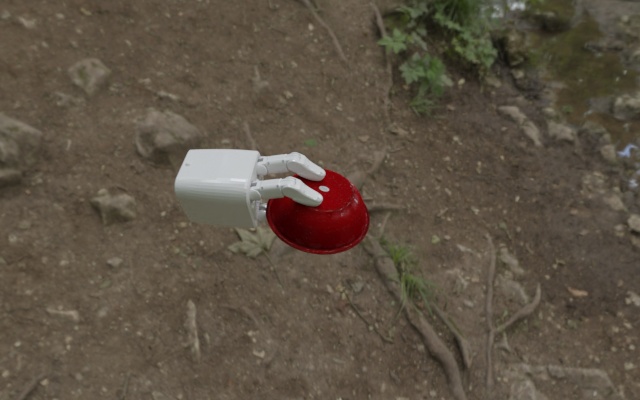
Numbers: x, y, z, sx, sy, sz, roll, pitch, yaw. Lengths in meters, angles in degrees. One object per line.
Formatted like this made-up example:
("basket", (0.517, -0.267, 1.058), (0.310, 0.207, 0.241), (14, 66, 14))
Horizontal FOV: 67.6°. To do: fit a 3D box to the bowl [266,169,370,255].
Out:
("bowl", (0.001, 0.002, 0.717), (0.162, 0.055, 0.162), (6, 44, -6))
